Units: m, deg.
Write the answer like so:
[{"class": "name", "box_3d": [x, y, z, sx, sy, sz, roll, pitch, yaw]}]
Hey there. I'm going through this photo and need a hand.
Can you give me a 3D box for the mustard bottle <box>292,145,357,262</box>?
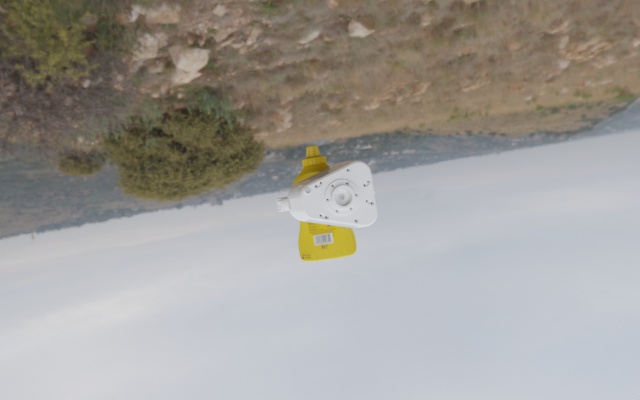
[{"class": "mustard bottle", "box_3d": [0.000, 0.003, 0.808, 0.096, 0.191, 0.058, -9, 2, 13]}]
